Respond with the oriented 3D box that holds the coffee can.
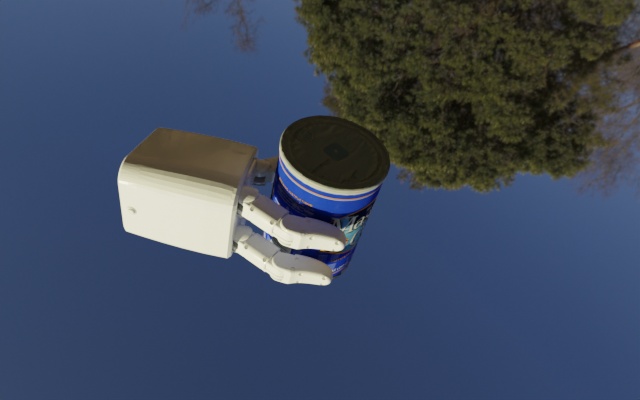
[{"bbox_3d":[0.000,0.001,0.481,0.103,0.102,0.140,0,-43,-16],"label":"coffee can"}]
